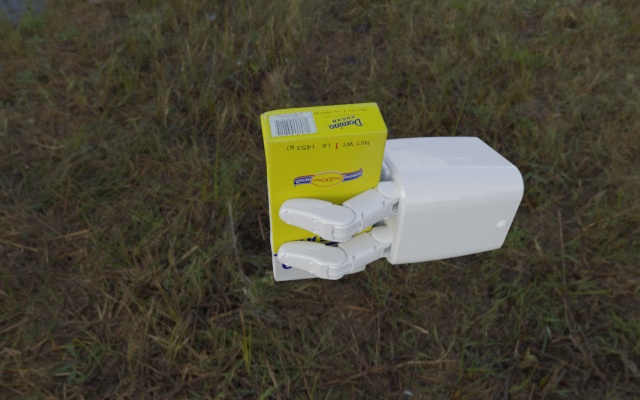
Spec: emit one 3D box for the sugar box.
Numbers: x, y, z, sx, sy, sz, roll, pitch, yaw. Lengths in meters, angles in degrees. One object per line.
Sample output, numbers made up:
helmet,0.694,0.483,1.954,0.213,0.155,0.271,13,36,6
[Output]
sugar box,0.000,0.002,0.420,0.093,0.176,0.048,-5,44,-6
